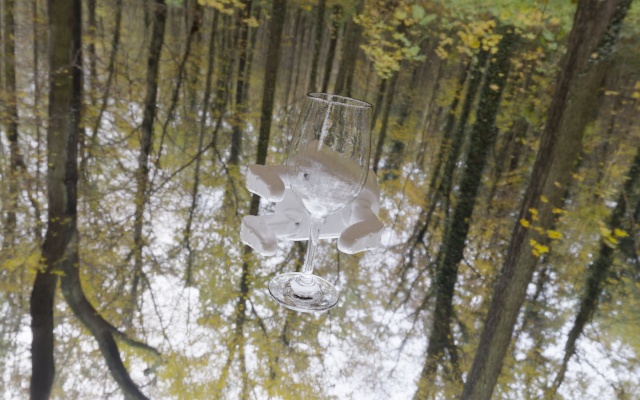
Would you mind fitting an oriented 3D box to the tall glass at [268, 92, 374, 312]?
[{"bbox_3d":[0.000,0.002,0.461,0.079,0.201,0.079,10,19,-3],"label":"tall glass"}]
